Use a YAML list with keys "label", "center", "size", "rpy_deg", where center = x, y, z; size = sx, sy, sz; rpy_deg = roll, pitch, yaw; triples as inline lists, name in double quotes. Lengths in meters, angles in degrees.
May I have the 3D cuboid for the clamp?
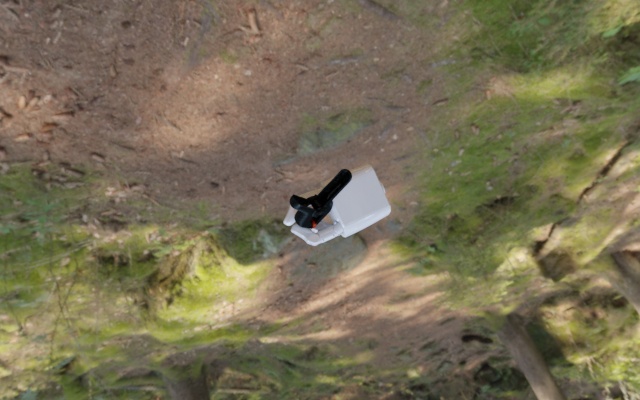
- label: "clamp"
  center: [0.000, 0.003, 0.864]
  size: [0.120, 0.039, 0.171]
  rpy_deg: [-25, -16, -10]
